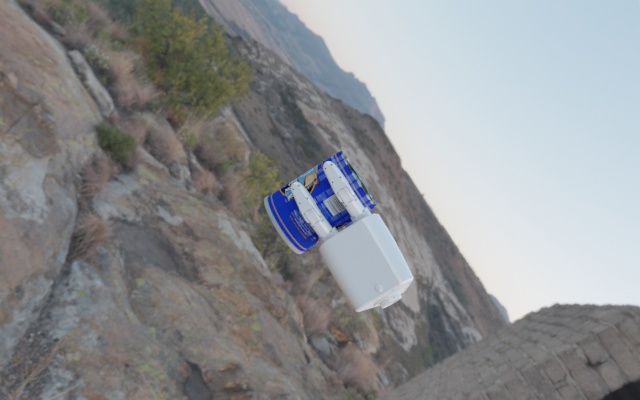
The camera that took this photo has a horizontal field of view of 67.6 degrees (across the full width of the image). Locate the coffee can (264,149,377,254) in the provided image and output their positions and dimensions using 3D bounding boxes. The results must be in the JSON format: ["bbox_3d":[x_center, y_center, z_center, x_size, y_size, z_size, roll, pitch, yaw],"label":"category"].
[{"bbox_3d":[0.000,0.002,0.728,0.140,0.103,0.103,-32,-5,8],"label":"coffee can"}]
